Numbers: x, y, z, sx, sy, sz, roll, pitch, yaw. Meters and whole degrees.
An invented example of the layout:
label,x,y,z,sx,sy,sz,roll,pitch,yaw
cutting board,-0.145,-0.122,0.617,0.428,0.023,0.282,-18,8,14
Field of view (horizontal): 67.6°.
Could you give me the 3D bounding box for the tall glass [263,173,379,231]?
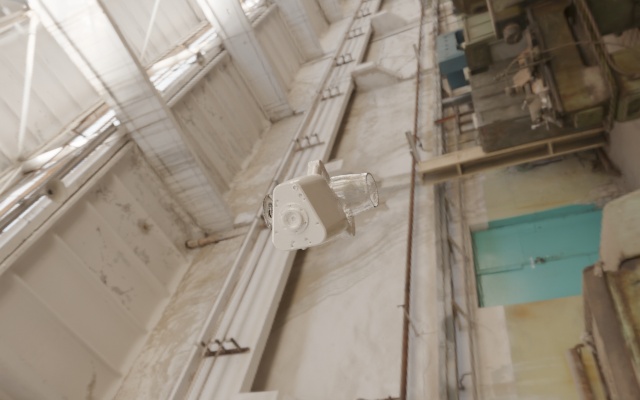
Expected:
label,x,y,z,sx,sy,sz,roll,pitch,yaw
tall glass,0.000,0.003,0.862,0.201,0.079,0.079,-13,-5,21
